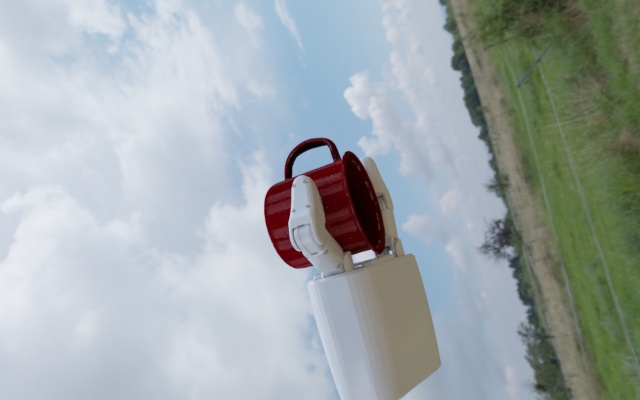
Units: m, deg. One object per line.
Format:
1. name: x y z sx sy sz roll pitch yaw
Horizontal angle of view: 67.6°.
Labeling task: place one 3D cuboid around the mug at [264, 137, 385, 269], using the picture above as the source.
1. mug: -0.001 0.000 0.426 0.081 0.117 0.093 -18 -10 19
